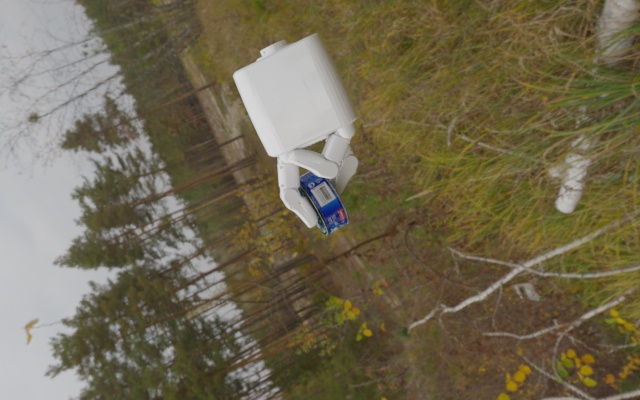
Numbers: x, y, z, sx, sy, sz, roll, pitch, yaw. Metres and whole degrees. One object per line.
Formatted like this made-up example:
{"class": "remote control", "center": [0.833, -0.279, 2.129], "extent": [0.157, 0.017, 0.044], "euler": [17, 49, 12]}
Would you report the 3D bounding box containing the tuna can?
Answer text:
{"class": "tuna can", "center": [0.000, 0.002, 0.622], "extent": [0.034, 0.086, 0.086], "euler": [-32, 7, -11]}
